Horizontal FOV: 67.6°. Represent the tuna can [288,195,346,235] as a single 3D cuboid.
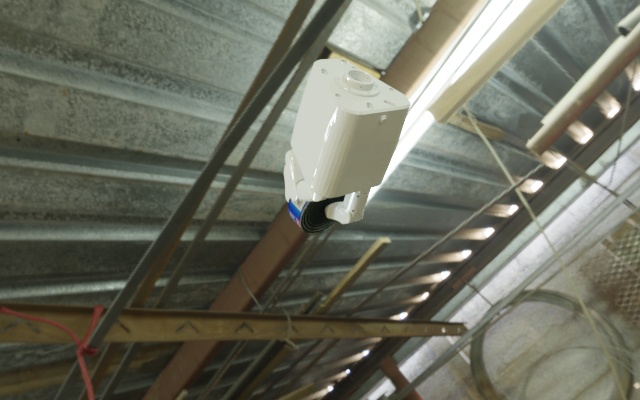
[{"bbox_3d":[0.000,0.002,0.629,0.086,0.086,0.033,0,37,-47],"label":"tuna can"}]
